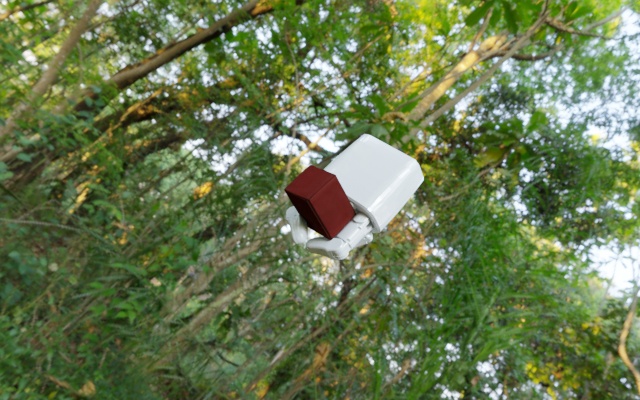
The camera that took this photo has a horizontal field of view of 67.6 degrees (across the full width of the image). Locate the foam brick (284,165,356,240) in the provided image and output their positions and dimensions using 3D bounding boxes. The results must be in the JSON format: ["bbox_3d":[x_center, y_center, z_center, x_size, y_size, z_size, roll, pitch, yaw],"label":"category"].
[{"bbox_3d":[0.000,0.002,0.618,0.053,0.051,0.078,26,-25,45],"label":"foam brick"}]
